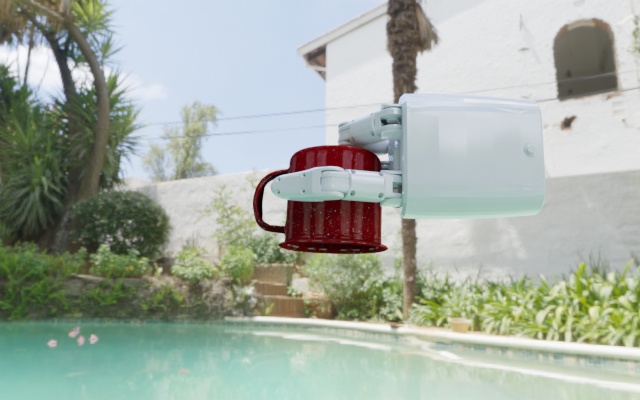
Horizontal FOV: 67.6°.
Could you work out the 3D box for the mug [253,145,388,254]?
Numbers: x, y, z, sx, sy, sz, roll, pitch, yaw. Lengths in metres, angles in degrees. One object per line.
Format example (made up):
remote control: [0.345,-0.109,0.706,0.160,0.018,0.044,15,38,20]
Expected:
mug: [-0.001,0.001,0.415,0.117,0.081,0.093,2,-11,2]
